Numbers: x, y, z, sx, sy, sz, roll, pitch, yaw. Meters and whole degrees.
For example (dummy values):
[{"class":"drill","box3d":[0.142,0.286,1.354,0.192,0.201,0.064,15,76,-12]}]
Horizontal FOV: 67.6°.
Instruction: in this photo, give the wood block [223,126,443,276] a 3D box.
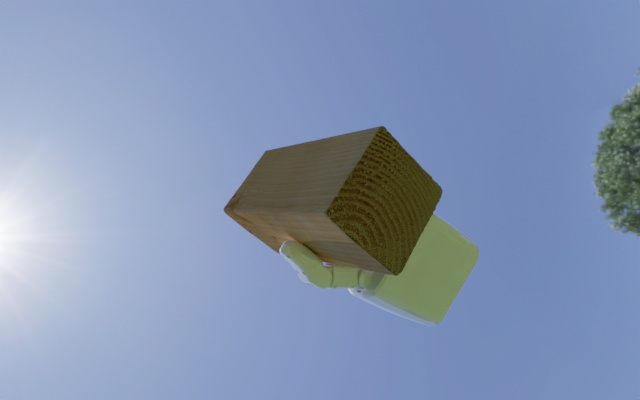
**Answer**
[{"class":"wood block","box3d":[0.000,0.002,0.465,0.090,0.090,0.206,41,-21,-25]}]
